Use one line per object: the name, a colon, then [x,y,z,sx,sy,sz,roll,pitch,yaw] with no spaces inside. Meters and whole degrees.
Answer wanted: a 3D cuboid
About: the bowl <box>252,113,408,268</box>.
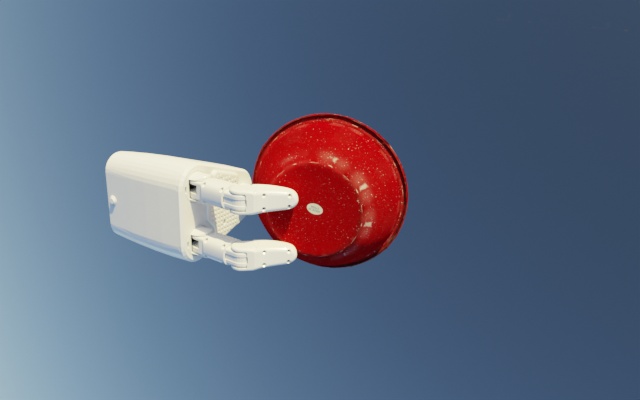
bowl: [0.001,0.001,0.456,0.162,0.162,0.055,0,18,16]
